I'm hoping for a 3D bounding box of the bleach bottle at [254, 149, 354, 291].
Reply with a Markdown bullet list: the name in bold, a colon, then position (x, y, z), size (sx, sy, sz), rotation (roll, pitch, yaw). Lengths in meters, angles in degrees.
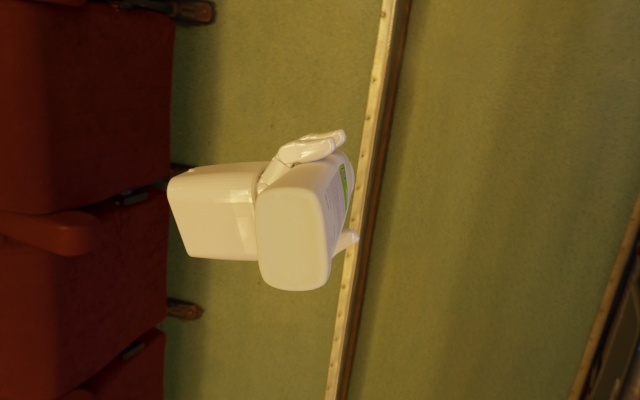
- **bleach bottle**: position (0.000, 0.002, 0.537), size (0.068, 0.102, 0.250), rotation (-1, 15, 13)
